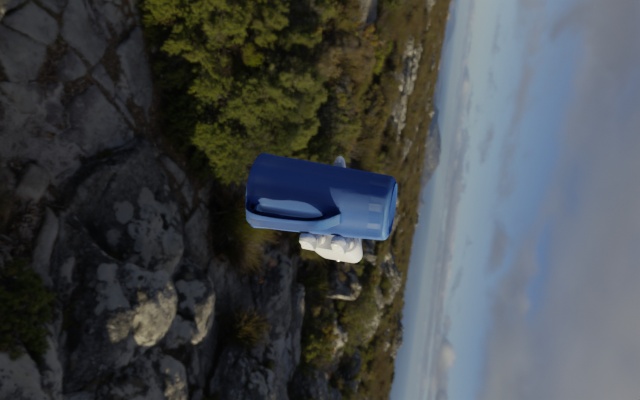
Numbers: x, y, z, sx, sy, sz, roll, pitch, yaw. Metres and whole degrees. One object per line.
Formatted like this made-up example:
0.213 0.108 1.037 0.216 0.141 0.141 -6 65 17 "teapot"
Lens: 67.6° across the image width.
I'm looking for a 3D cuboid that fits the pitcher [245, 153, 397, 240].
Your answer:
0.000 0.003 0.807 0.243 0.149 0.145 8 -19 14 "pitcher"
